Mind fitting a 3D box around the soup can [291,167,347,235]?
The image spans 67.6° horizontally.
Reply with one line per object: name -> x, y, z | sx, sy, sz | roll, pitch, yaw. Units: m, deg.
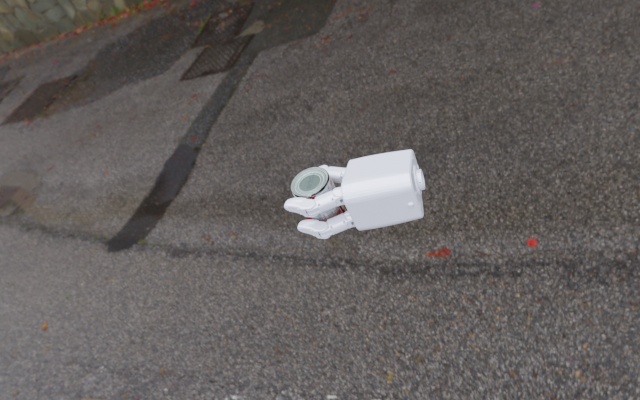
soup can -> 0.000, 0.002, 0.796 | 0.068, 0.068, 0.102 | 0, -41, 28
